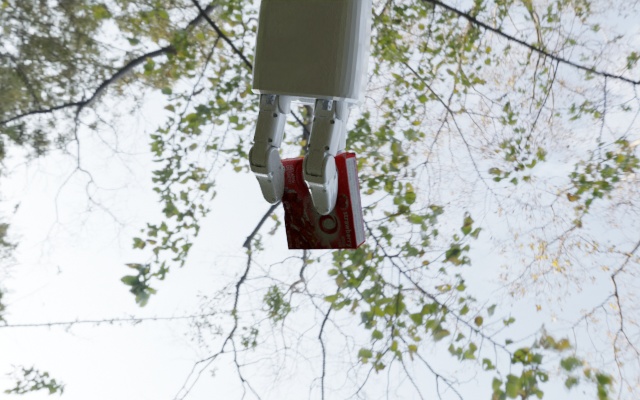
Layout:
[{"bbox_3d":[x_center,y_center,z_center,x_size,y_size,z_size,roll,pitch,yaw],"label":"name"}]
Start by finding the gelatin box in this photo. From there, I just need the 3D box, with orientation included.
[{"bbox_3d":[0.000,0.002,0.453,0.073,0.089,0.030,-4,9,26],"label":"gelatin box"}]
